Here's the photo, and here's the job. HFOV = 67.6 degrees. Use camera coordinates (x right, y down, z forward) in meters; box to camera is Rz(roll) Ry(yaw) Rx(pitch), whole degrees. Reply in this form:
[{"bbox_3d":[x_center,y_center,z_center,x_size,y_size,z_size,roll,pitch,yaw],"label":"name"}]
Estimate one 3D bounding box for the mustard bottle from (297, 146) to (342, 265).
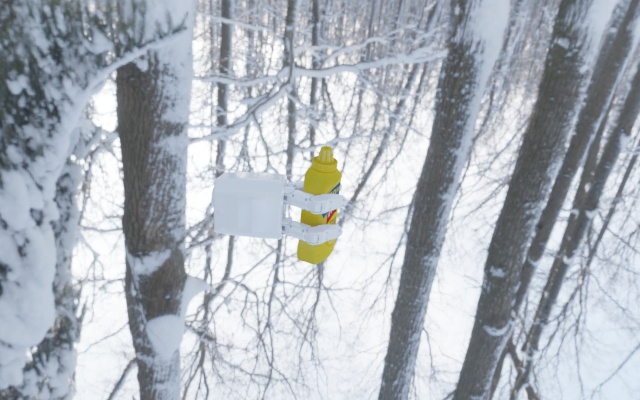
[{"bbox_3d":[0.000,0.003,0.780,0.058,0.192,0.096,16,30,19],"label":"mustard bottle"}]
